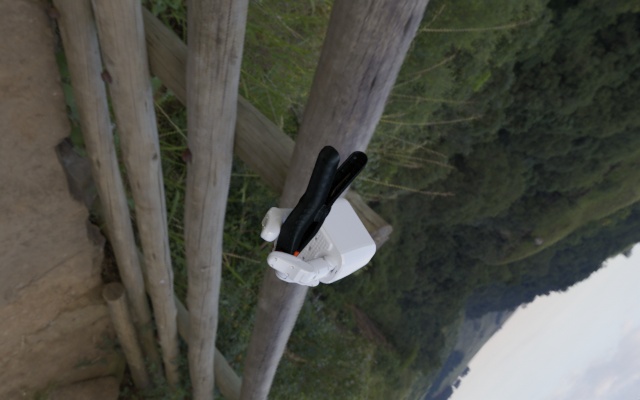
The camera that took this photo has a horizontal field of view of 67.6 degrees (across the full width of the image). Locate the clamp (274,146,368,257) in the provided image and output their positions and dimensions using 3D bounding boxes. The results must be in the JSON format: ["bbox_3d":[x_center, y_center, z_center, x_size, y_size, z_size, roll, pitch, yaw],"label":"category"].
[{"bbox_3d":[0.000,0.002,0.606,0.039,0.171,0.120,42,26,22],"label":"clamp"}]
